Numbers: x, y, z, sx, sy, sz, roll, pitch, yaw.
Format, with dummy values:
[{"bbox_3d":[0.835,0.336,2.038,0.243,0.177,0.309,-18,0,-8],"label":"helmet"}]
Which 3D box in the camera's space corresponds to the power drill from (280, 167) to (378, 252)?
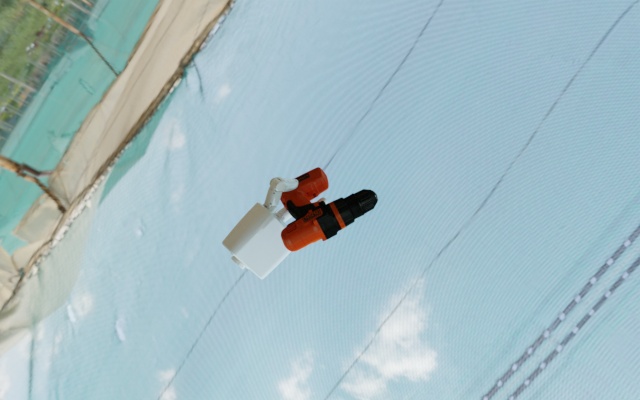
[{"bbox_3d":[0.000,0.003,0.896,0.184,0.057,0.187,-26,28,-2],"label":"power drill"}]
